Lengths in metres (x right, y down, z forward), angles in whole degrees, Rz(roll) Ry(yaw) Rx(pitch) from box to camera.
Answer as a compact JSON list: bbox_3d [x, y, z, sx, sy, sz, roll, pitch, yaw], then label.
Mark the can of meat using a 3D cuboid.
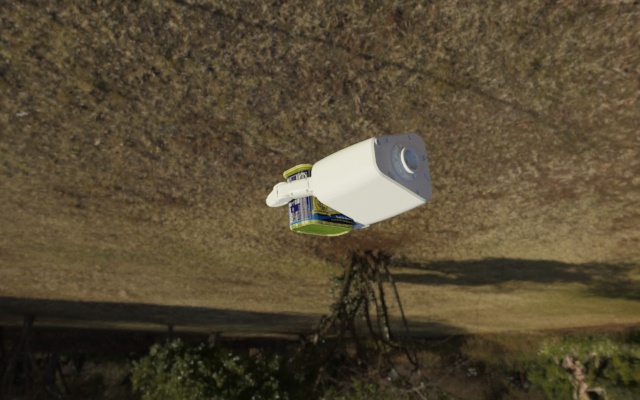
[{"bbox_3d":[0.000,0.003,0.680,0.102,0.084,0.057,10,-23,-43],"label":"can of meat"}]
